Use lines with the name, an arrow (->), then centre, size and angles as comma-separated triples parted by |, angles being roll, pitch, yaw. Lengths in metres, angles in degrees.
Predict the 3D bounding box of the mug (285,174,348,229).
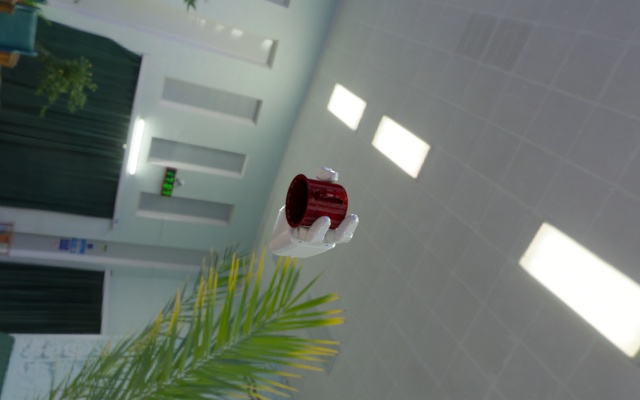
mug -> 0.001, 0.002, 0.816 | 0.081, 0.093, 0.117 | 9, -21, -27
